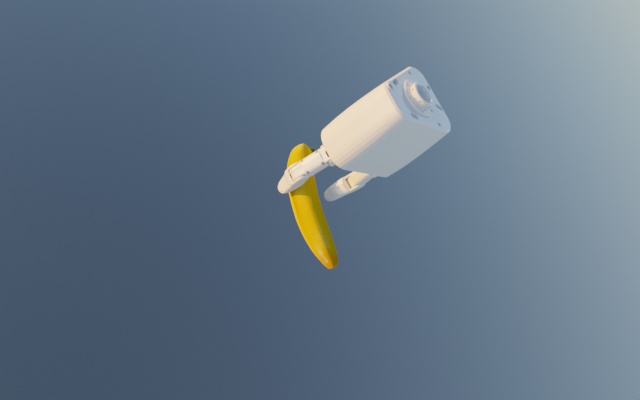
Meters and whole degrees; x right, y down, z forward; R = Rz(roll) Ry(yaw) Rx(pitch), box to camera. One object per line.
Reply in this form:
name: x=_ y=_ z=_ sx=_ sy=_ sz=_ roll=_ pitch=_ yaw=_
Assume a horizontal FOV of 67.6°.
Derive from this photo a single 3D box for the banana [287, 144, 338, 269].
banana: x=-0.013 y=-0.006 z=0.645 sx=0.037 sy=0.197 sz=0.070 roll=-31 pitch=-35 yaw=34
